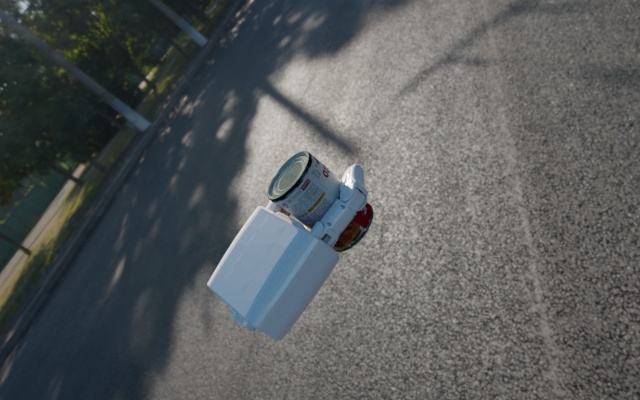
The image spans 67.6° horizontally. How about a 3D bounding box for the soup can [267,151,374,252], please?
[{"bbox_3d":[0.000,0.001,0.527,0.102,0.068,0.068,39,-20,-26],"label":"soup can"}]
